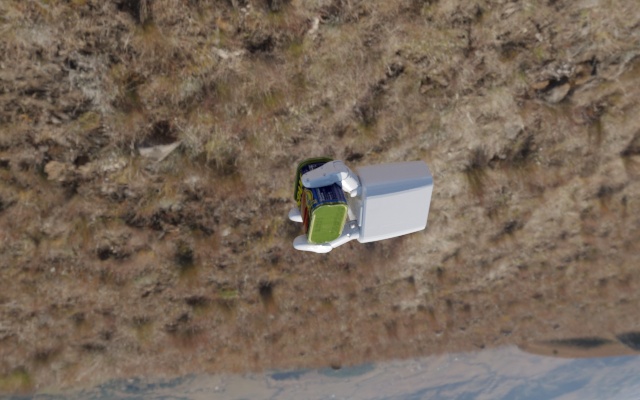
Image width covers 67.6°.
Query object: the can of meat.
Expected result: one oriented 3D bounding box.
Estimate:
[{"bbox_3d":[0.000,0.002,0.685,0.057,0.084,0.102,-8,-36,-14],"label":"can of meat"}]
